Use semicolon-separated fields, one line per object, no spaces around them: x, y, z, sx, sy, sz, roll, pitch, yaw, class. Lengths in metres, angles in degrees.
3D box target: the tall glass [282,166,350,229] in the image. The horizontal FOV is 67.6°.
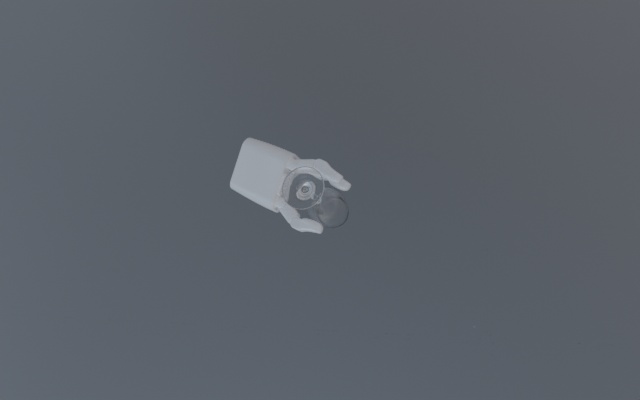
0.000;0.003;0.880;0.079;0.079;0.201;0;-14;18;tall glass
